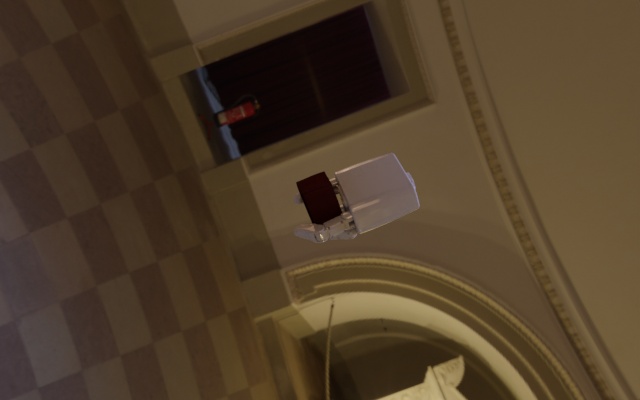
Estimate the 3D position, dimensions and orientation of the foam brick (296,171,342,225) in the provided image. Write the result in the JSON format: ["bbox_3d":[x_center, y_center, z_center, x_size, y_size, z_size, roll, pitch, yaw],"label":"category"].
[{"bbox_3d":[0.000,0.002,0.766,0.051,0.078,0.053,-22,30,-1],"label":"foam brick"}]
